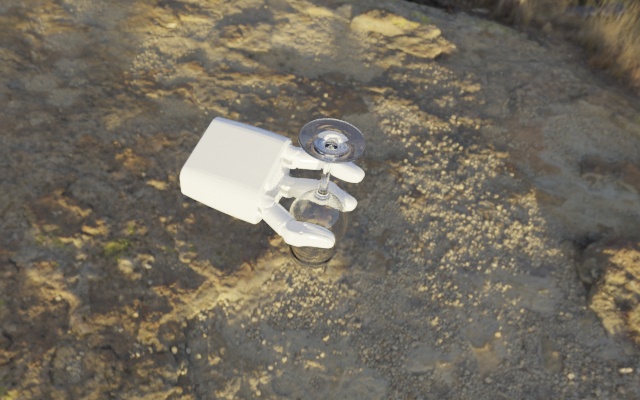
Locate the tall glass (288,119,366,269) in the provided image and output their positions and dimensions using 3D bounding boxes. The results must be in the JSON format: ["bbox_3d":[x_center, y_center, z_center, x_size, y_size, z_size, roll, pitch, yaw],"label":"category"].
[{"bbox_3d":[0.000,0.002,0.588,0.079,0.079,0.201,0,-43,-10],"label":"tall glass"}]
